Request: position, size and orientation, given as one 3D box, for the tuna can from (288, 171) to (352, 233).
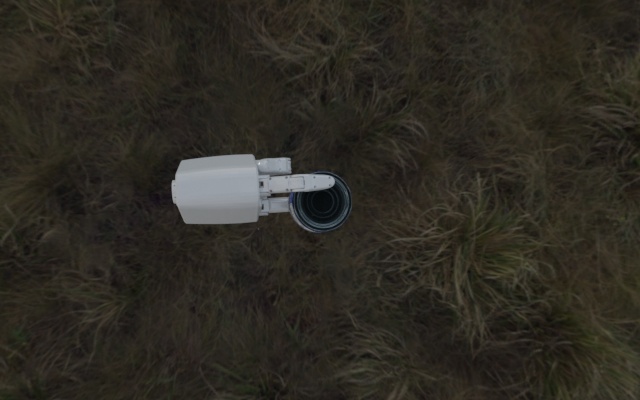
[{"bbox_3d":[0.000,0.002,0.665,0.086,0.086,0.034,0,-4,-13],"label":"tuna can"}]
